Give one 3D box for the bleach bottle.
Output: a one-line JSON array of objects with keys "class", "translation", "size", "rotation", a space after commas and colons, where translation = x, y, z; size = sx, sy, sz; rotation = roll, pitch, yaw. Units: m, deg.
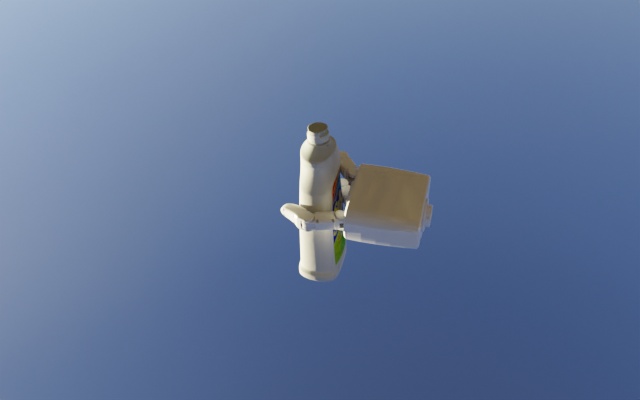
[{"class": "bleach bottle", "translation": [0.000, 0.002, 0.726], "size": [0.068, 0.251, 0.102], "rotation": [9, 41, 15]}]
